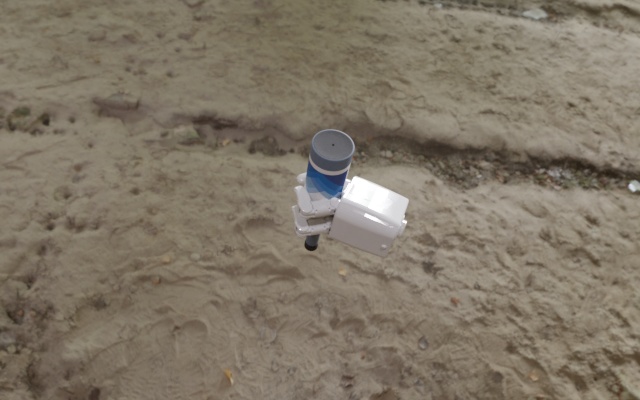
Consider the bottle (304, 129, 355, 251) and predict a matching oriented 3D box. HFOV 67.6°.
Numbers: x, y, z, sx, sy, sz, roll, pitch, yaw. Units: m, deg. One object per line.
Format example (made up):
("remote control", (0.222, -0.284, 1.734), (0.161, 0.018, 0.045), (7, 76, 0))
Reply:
("bottle", (0.000, 0.003, 0.845), (0.069, 0.069, 0.296), (0, -37, -9))
